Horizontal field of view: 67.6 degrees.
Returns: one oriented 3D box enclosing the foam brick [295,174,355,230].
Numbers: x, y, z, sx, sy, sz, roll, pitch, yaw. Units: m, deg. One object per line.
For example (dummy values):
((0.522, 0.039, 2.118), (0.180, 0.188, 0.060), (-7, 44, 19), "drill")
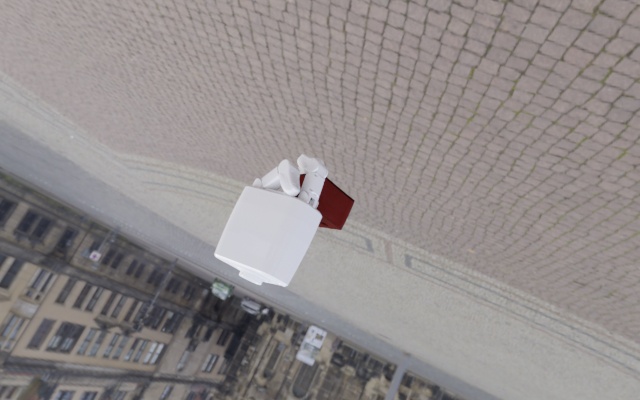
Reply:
((0.000, 0.002, 0.690), (0.053, 0.051, 0.078), (4, -26, 47), "foam brick")
